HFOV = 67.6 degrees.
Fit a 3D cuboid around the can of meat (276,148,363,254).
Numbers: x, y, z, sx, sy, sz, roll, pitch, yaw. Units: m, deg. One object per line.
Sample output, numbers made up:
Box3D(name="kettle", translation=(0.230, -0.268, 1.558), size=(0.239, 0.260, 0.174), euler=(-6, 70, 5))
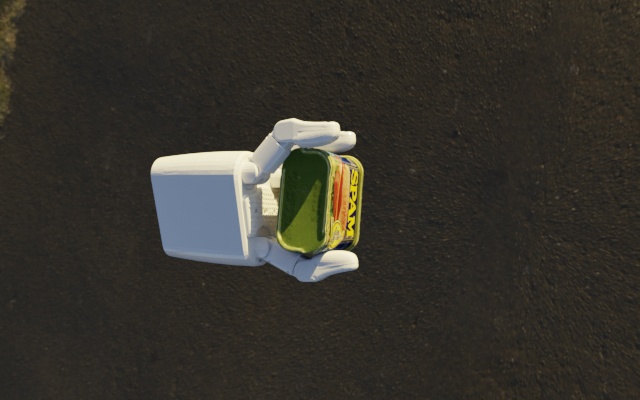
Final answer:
Box3D(name="can of meat", translation=(0.000, 0.002, 0.468), size=(0.057, 0.102, 0.084), euler=(4, -1, 23))
